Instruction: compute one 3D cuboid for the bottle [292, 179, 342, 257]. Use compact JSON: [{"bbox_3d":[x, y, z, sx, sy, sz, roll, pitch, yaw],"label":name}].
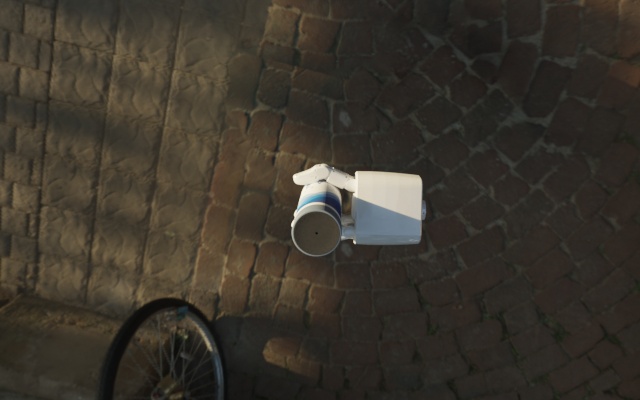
[{"bbox_3d":[0.000,0.003,0.770,0.069,0.069,0.295,0,16,2],"label":"bottle"}]
